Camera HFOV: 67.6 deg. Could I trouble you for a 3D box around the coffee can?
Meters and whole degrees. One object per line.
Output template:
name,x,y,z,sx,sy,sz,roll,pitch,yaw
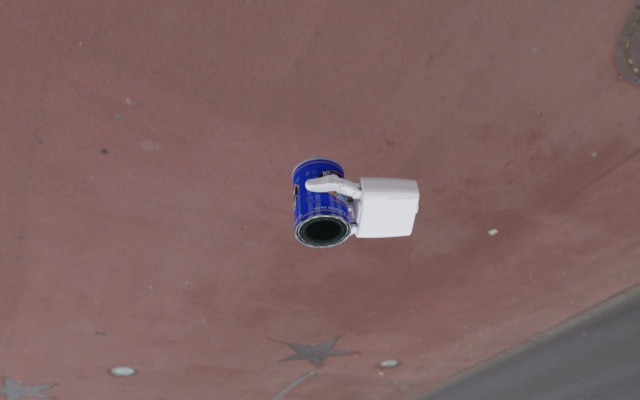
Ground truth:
coffee can,0.000,0.003,0.897,0.103,0.140,0.103,-3,-39,-2
